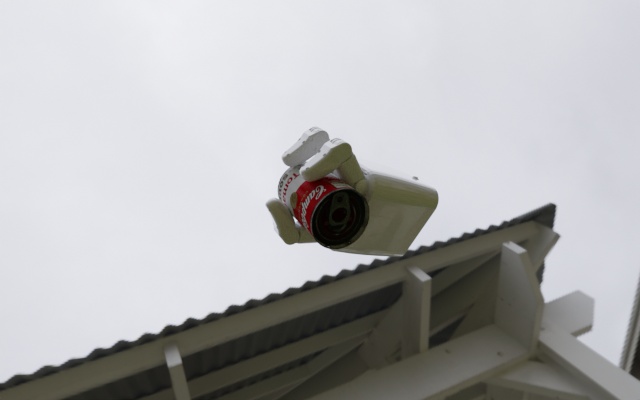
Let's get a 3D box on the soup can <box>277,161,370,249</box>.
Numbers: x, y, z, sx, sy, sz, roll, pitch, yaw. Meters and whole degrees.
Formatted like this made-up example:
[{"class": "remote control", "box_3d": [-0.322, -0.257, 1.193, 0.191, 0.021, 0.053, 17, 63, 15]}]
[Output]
[{"class": "soup can", "box_3d": [-0.001, 0.002, 0.531, 0.068, 0.068, 0.102, 0, 21, -27]}]
